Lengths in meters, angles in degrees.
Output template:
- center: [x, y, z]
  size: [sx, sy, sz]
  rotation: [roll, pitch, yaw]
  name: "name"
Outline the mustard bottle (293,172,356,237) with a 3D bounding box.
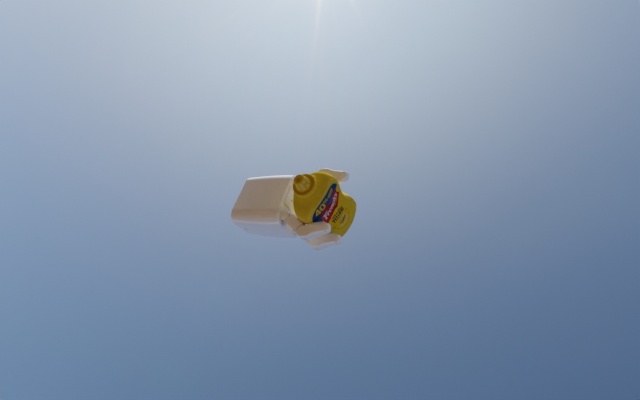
- center: [0.001, 0.003, 0.849]
  size: [0.058, 0.096, 0.192]
  rotation: [28, -10, 32]
  name: "mustard bottle"
